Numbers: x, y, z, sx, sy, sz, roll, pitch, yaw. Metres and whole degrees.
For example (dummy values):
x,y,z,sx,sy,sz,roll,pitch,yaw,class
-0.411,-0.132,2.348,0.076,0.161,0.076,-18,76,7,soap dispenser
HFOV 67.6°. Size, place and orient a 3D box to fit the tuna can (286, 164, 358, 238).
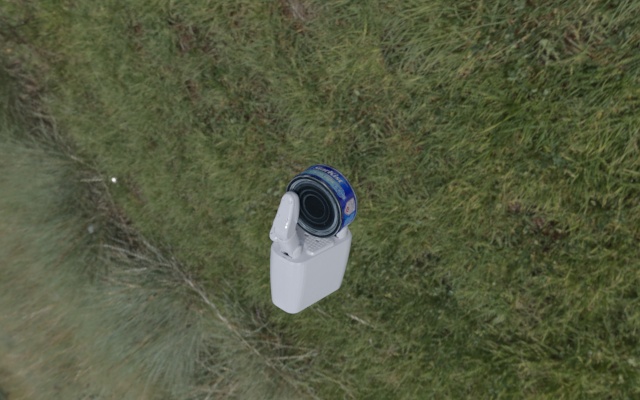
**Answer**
x,y,z,sx,sy,sz,roll,pitch,yaw,class
0.000,0.002,0.572,0.086,0.086,0.033,0,25,40,tuna can
